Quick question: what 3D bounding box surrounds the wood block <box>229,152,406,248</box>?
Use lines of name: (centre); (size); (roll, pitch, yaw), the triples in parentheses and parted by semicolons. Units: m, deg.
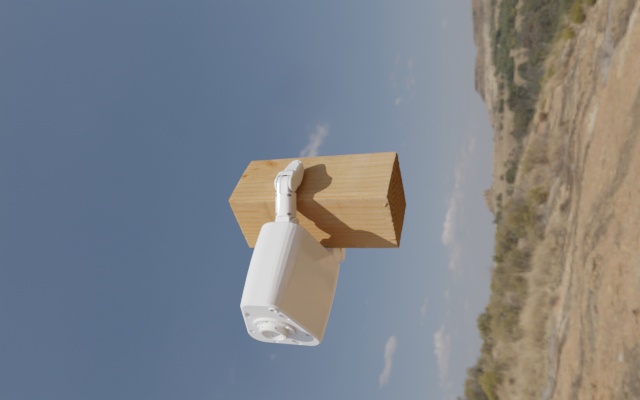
wood block: (0.000, 0.002, 0.627); (0.206, 0.091, 0.090); (-2, 39, 20)
